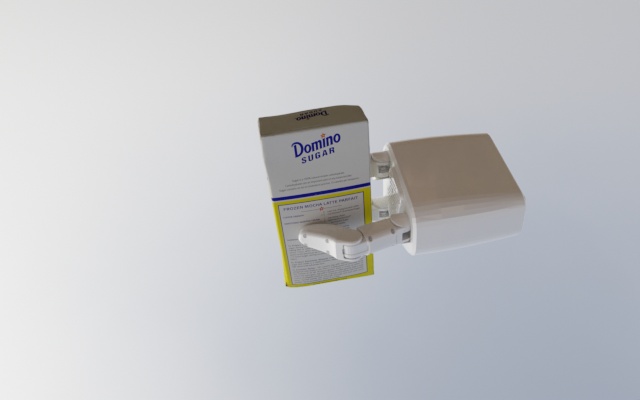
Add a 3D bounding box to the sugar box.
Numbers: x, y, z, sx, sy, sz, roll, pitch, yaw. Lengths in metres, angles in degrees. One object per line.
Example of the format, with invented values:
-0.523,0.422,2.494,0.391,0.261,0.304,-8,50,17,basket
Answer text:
0.000,0.001,0.452,0.093,0.176,0.048,-9,33,-5,sugar box
